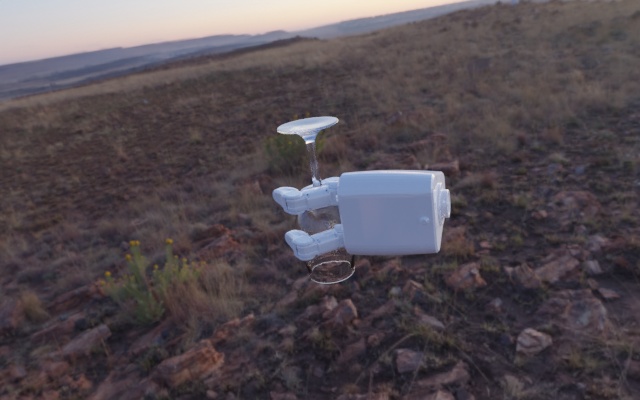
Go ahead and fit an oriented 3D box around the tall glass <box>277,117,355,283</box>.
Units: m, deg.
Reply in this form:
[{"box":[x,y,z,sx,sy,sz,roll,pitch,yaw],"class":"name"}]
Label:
[{"box":[0.000,0.001,0.599,0.079,0.201,0.079,-8,20,3],"class":"tall glass"}]
